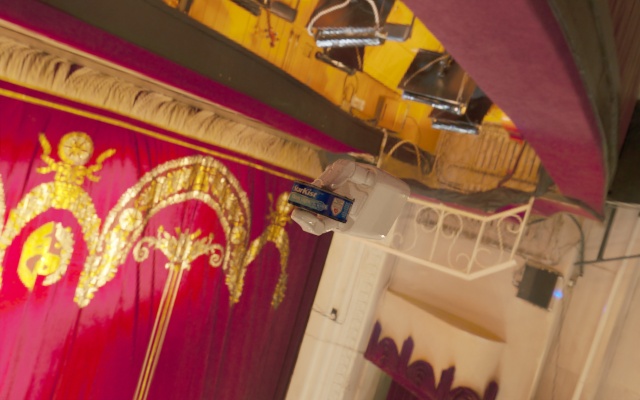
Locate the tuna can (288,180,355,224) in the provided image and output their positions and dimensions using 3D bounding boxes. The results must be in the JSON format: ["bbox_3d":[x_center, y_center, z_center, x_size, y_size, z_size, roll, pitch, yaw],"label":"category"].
[{"bbox_3d":[0.000,0.003,0.639,0.086,0.034,0.086,20,-2,1],"label":"tuna can"}]
